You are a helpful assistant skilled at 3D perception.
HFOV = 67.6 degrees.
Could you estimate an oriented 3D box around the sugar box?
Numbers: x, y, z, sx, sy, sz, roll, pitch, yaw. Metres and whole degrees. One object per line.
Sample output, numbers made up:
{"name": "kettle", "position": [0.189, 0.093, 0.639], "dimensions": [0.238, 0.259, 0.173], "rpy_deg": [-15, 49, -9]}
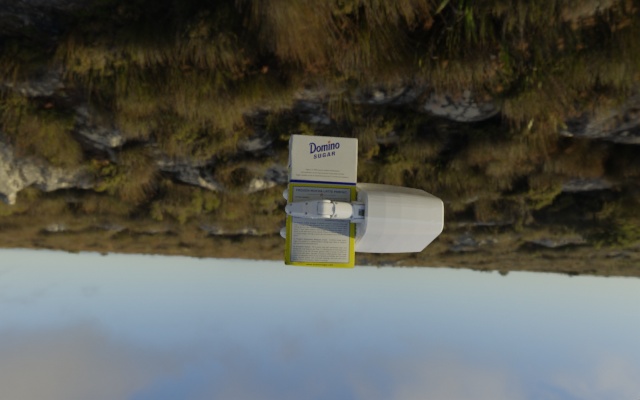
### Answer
{"name": "sugar box", "position": [0.000, 0.002, 0.651], "dimensions": [0.093, 0.176, 0.048], "rpy_deg": [3, -7, -8]}
